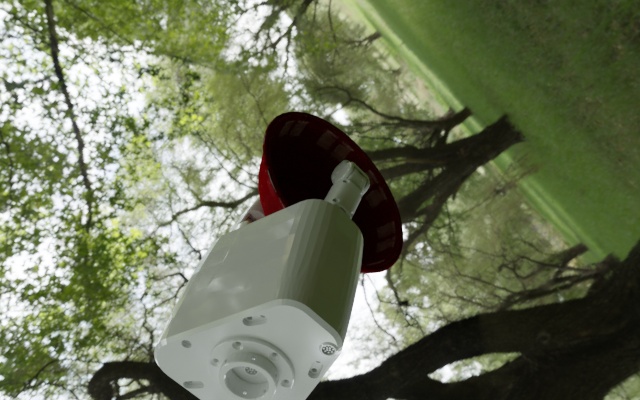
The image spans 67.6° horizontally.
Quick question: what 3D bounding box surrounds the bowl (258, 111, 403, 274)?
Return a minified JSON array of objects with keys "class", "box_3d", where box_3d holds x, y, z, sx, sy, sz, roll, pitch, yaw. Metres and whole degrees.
[{"class":"bowl","box_3d":[0.000,0.001,0.427,0.055,0.162,0.162,-38,-23,34]}]
